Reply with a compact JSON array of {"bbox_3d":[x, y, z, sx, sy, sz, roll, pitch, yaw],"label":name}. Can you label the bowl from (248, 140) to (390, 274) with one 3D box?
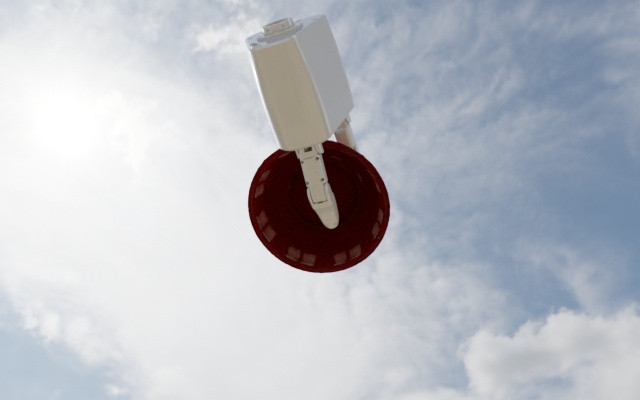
[{"bbox_3d":[0.000,0.003,0.558,0.162,0.162,0.055,0,20,8],"label":"bowl"}]
